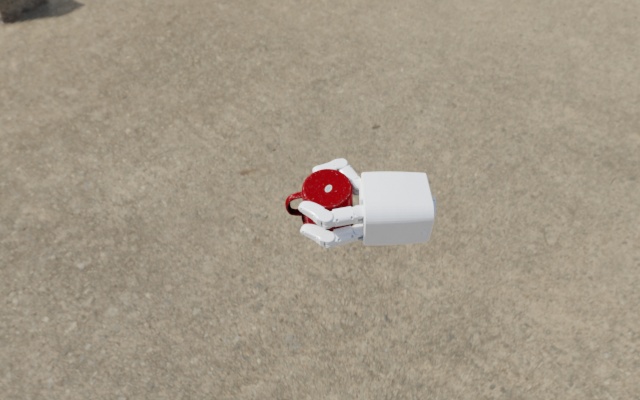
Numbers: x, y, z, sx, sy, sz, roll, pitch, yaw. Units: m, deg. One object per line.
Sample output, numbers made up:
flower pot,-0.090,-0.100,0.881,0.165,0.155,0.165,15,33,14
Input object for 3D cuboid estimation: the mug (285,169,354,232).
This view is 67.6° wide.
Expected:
mug,-0.001,0.002,0.786,0.117,0.093,0.082,-2,-36,2
